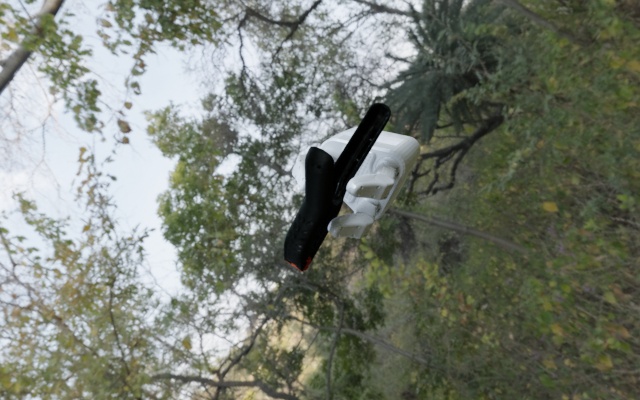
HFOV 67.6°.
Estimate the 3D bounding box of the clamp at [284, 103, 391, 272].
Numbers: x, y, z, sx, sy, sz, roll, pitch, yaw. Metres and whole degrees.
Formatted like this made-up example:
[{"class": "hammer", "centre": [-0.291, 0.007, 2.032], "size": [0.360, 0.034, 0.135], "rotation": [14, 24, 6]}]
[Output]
[{"class": "clamp", "centre": [-0.001, 0.002, 0.509], "size": [0.036, 0.210, 0.164], "rotation": [33, 29, 13]}]
